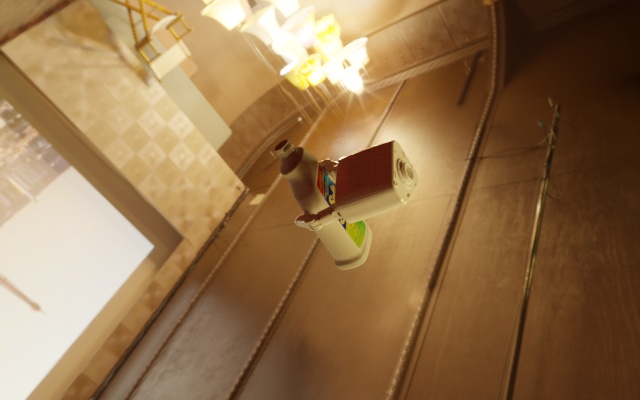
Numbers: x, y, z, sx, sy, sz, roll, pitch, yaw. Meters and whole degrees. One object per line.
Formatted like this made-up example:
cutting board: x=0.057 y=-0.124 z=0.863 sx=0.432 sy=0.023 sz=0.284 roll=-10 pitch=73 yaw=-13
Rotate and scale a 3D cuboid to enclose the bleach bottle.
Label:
bleach bottle: x=0.000 y=0.003 z=0.843 sx=0.068 sy=0.251 sz=0.102 roll=-19 pitch=31 yaw=32
